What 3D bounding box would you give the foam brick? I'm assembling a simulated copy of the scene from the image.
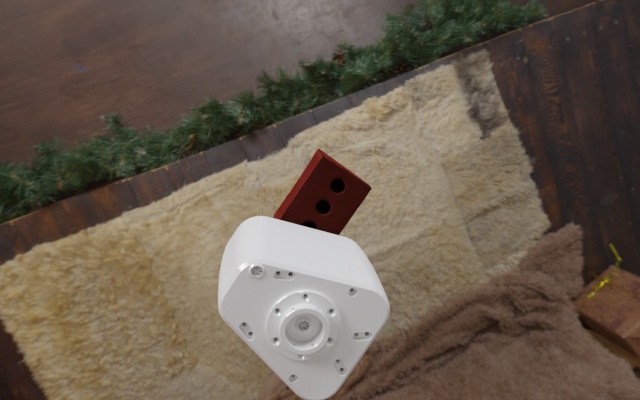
[{"bbox_3d":[0.000,0.001,0.429,0.053,0.078,0.051,32,6,-11],"label":"foam brick"}]
